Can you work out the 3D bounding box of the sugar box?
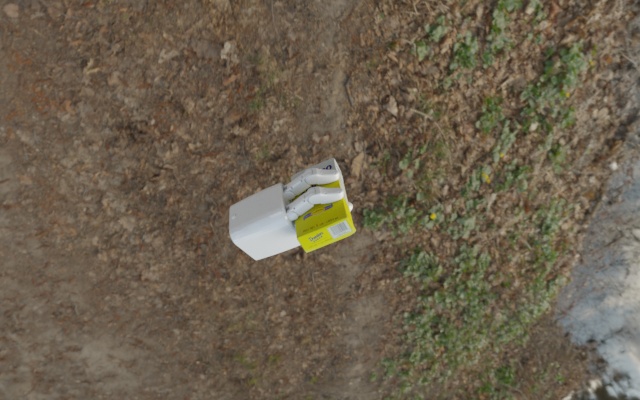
[{"bbox_3d":[0.000,0.002,0.840,0.093,0.048,0.176,-23,40,9],"label":"sugar box"}]
